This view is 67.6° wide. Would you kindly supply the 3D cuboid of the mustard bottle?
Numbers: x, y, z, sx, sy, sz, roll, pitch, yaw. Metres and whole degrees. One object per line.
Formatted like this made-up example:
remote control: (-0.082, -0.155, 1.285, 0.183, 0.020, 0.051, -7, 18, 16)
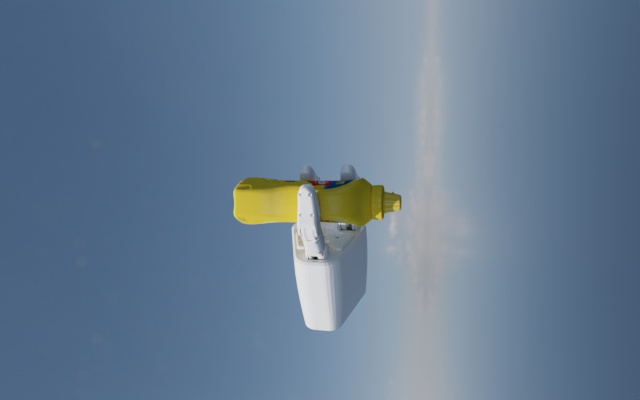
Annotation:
mustard bottle: (0.000, 0.002, 0.574, 0.191, 0.058, 0.096, 1, 3, 13)
